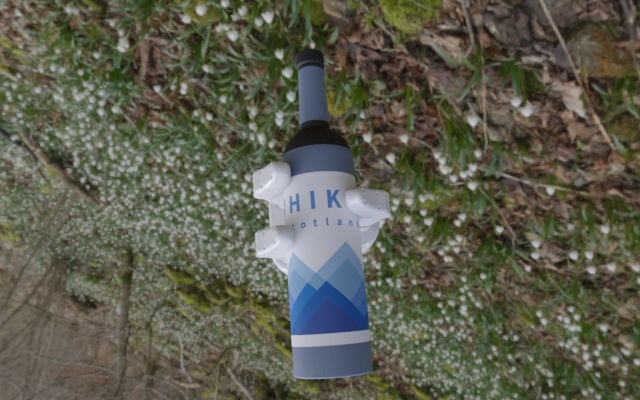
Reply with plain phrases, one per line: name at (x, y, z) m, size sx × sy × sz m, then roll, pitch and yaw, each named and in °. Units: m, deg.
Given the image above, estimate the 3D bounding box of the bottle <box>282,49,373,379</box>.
bottle at (0.000, 0.002, 0.432) m, size 0.069 × 0.295 × 0.069 m, roll -4°, pitch -13°, yaw -1°
